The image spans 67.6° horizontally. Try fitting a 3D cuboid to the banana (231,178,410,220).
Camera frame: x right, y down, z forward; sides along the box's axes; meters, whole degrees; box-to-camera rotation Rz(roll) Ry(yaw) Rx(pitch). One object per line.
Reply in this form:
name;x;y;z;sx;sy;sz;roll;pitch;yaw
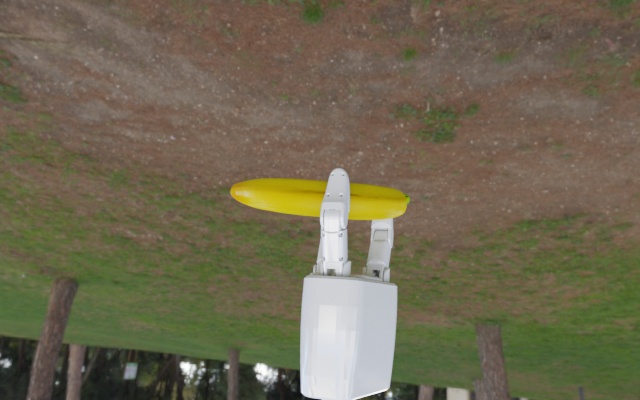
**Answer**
banana;0.006;0.000;0.491;0.198;0.037;0.069;5;-6;-9
